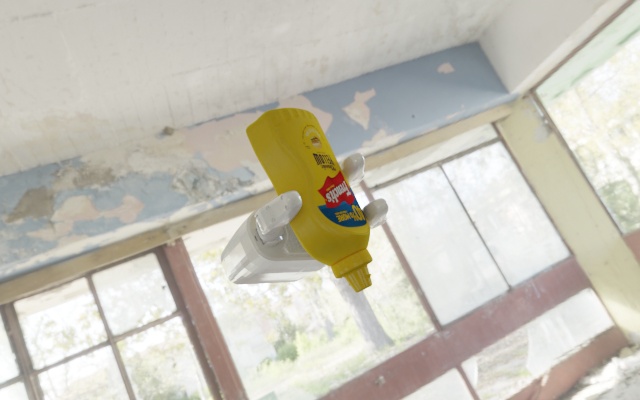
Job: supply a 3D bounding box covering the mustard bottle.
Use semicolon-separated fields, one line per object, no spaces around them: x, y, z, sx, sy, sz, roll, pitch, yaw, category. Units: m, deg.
0.000;0.001;0.477;0.058;0.191;0.096;-33;-14;28;mustard bottle
